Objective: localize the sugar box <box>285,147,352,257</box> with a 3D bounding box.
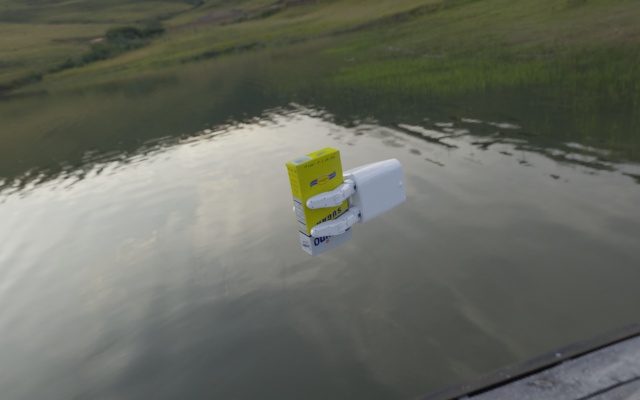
[{"bbox_3d":[0.001,0.003,0.855,0.093,0.176,0.048,-23,24,-26],"label":"sugar box"}]
